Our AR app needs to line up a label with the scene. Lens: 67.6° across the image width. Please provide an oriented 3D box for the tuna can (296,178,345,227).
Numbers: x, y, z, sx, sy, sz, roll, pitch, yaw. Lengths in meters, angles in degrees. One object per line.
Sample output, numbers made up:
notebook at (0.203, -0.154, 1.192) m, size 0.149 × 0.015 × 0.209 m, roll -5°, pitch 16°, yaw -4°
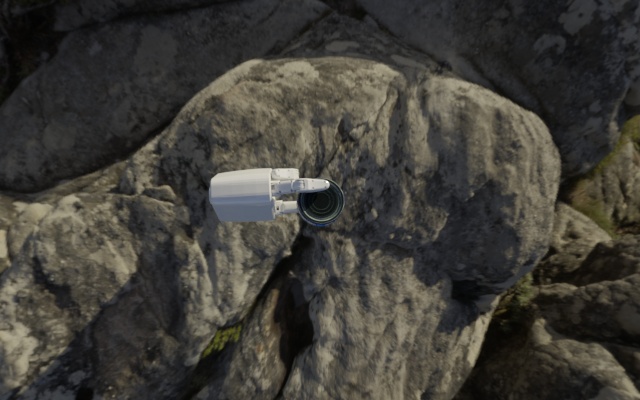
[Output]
tuna can at (0.000, 0.003, 0.856) m, size 0.086 × 0.086 × 0.034 m, roll 0°, pitch -10°, yaw -5°
